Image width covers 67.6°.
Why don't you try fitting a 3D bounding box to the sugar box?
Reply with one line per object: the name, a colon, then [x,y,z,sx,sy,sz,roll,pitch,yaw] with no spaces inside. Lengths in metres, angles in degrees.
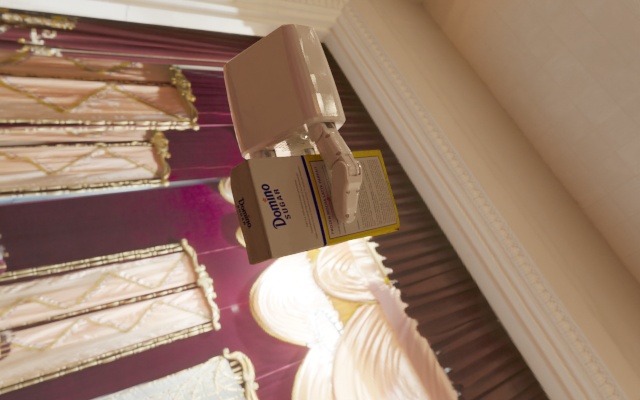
sugar box: [0.000,0.002,0.483,0.176,0.093,0.048,-8,-10,-39]
